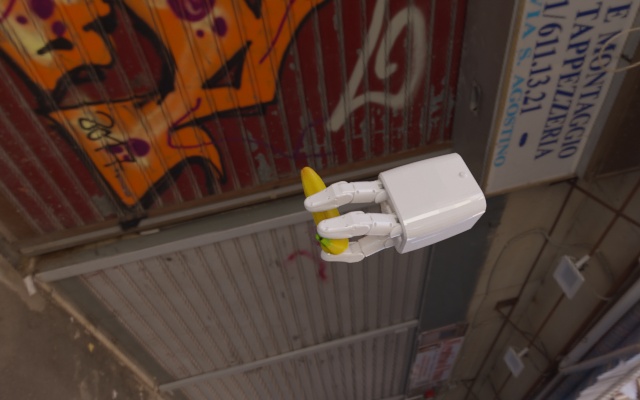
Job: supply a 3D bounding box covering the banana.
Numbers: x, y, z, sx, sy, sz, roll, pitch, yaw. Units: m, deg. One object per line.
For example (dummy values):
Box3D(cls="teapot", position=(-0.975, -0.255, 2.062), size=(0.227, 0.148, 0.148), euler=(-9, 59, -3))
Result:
Box3D(cls="banana", position=(0.007, 0.019, 0.649), size=(0.037, 0.070, 0.197), euler=(-21, 29, 1))
